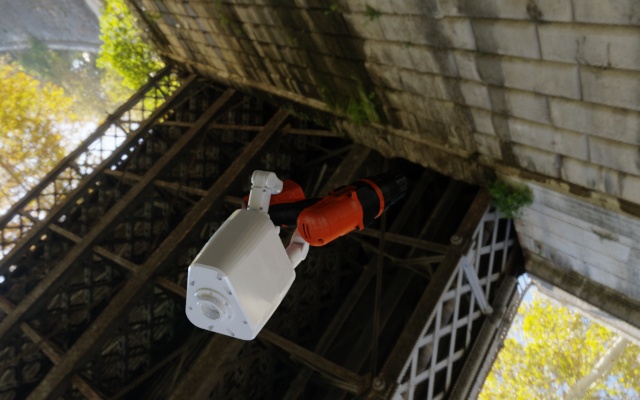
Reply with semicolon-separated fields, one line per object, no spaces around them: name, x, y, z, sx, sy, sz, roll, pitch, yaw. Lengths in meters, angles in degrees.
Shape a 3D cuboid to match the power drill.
power drill;0.000;0.002;0.636;0.184;0.057;0.187;-24;15;-41
